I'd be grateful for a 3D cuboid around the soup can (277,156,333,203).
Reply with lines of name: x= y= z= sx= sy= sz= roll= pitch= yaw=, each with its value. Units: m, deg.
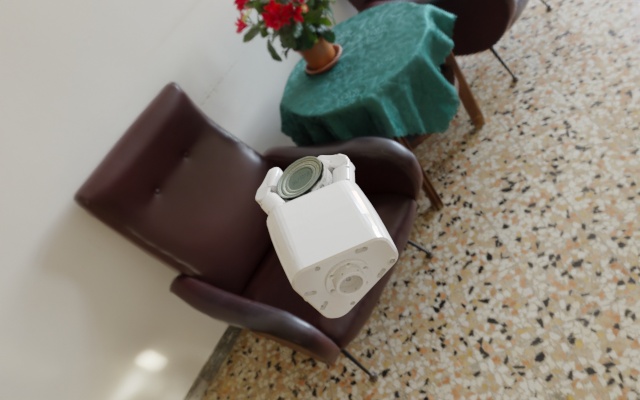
soup can: x=0.000 y=0.001 z=0.603 sx=0.068 sy=0.068 sz=0.102 roll=0 pitch=-37 yaw=40
